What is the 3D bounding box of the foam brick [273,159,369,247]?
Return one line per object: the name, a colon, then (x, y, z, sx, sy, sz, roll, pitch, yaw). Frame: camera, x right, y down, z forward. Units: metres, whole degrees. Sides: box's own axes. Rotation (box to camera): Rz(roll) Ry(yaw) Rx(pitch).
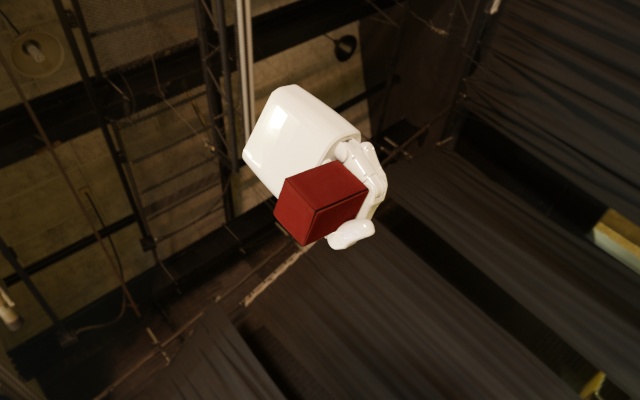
foam brick: (0.000, 0.002, 0.488, 0.078, 0.053, 0.051, -23, 58, -41)
